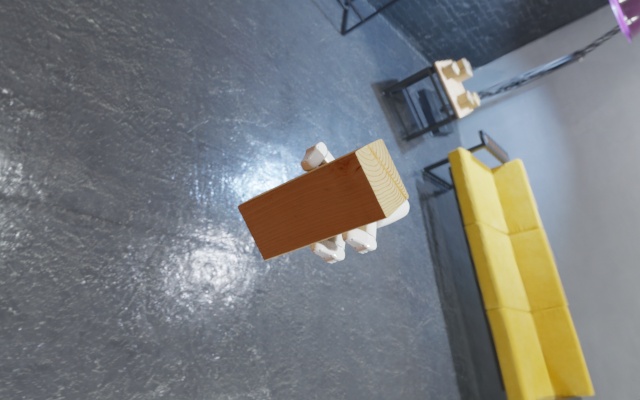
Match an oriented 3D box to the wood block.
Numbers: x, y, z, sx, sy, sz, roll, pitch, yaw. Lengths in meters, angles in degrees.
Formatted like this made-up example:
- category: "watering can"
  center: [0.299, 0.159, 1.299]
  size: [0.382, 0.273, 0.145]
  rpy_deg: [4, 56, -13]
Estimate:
- category: "wood block"
  center: [0.000, 0.002, 0.656]
  size: [0.206, 0.091, 0.090]
  rpy_deg: [-23, 6, 33]
